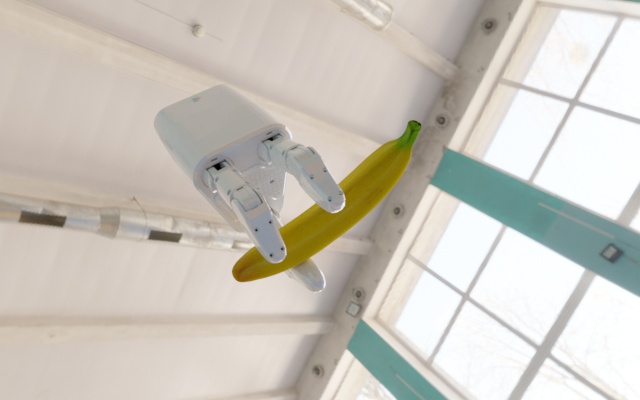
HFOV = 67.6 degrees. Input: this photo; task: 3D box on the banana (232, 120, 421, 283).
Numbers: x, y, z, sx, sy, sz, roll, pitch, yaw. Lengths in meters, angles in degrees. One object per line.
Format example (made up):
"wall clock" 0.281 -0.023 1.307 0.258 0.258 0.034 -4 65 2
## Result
"banana" 0.009 0.006 0.418 0.037 0.198 0.070 48 0 31
